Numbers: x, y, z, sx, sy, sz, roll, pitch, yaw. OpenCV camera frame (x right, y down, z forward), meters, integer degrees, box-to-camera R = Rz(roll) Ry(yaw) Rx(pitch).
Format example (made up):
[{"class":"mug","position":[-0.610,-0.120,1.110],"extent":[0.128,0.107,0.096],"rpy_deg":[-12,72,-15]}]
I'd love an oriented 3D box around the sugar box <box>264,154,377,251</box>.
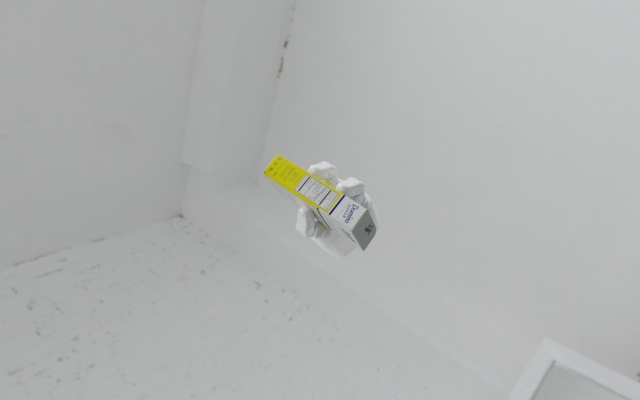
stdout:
[{"class":"sugar box","position":[0.000,0.002,0.726],"extent":[0.176,0.048,0.093],"rpy_deg":[30,-12,25]}]
